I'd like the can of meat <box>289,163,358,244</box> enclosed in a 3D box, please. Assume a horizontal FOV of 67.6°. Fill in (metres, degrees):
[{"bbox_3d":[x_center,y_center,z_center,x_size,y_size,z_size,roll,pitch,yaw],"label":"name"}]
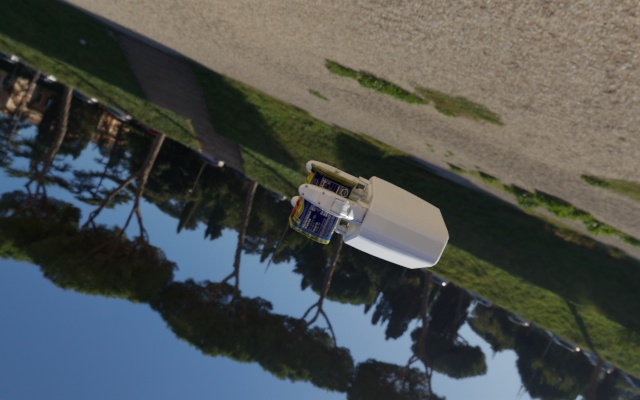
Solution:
[{"bbox_3d":[0.000,0.002,0.614,0.057,0.084,0.102,23,4,-7],"label":"can of meat"}]
